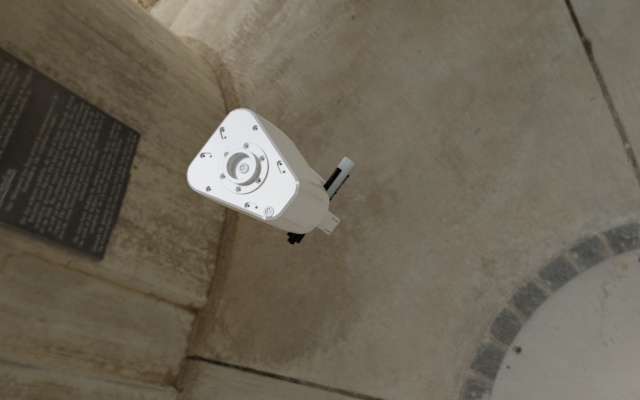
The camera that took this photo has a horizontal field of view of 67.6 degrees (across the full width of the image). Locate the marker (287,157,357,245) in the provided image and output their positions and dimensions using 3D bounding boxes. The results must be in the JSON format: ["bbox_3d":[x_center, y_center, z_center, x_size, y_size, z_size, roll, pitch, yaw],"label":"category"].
[{"bbox_3d":[0.000,0.002,0.565,0.020,0.121,0.020,37,1,-1],"label":"marker"}]
